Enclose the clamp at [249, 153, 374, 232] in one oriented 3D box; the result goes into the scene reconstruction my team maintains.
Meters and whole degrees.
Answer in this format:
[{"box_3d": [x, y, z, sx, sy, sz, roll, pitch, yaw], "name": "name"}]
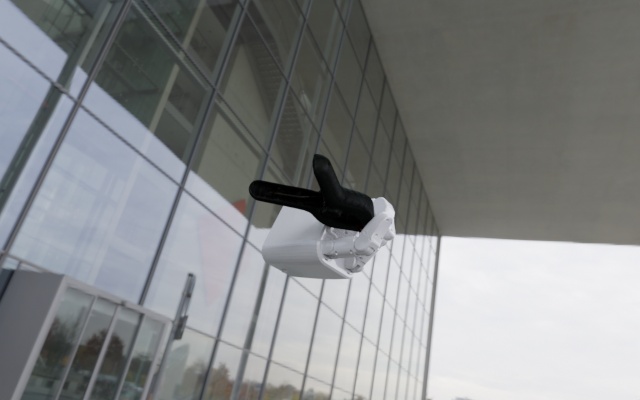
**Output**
[{"box_3d": [0.000, 0.001, 0.584, 0.120, 0.039, 0.171, -7, -31, 36], "name": "clamp"}]
